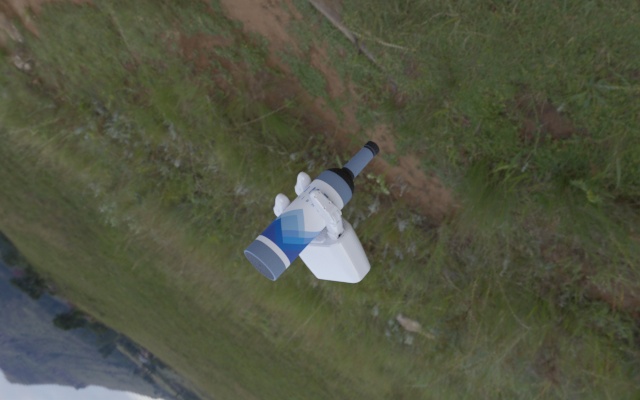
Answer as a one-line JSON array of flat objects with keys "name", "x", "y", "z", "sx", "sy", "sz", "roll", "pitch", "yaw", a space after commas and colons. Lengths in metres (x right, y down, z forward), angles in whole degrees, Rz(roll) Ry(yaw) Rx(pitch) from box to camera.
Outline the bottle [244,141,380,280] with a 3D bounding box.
[{"name": "bottle", "x": 0.000, "y": 0.003, "z": 0.793, "sx": 0.295, "sy": 0.069, "sz": 0.069, "roll": -46, "pitch": 21, "yaw": -22}]
